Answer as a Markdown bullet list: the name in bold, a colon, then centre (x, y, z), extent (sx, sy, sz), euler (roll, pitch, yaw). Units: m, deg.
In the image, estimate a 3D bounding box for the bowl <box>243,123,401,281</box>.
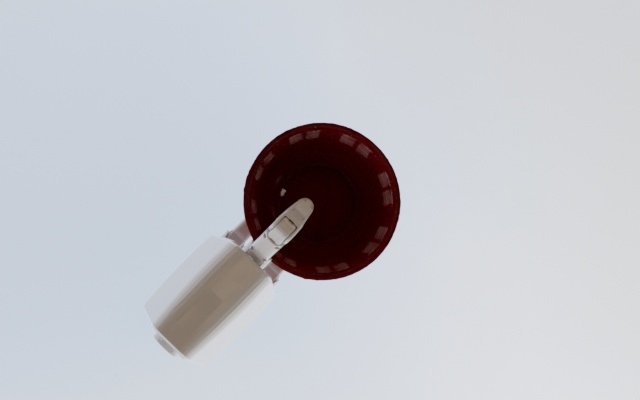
- **bowl**: centre (0.001, 0.001, 0.510), extent (0.162, 0.162, 0.055), euler (0, -3, -6)
